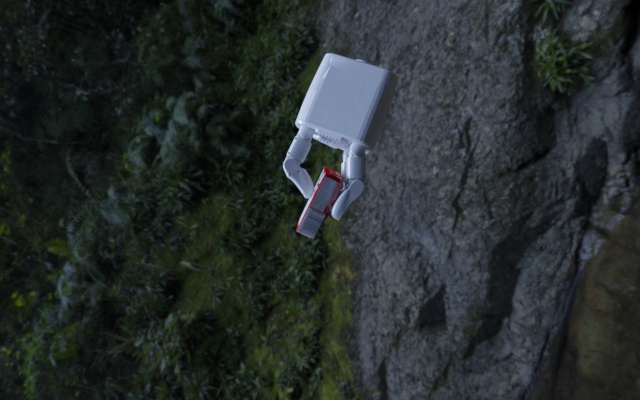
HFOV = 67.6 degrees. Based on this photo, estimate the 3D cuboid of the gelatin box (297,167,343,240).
[{"bbox_3d":[0.000,0.002,0.656,0.030,0.089,0.073,26,9,-4],"label":"gelatin box"}]
